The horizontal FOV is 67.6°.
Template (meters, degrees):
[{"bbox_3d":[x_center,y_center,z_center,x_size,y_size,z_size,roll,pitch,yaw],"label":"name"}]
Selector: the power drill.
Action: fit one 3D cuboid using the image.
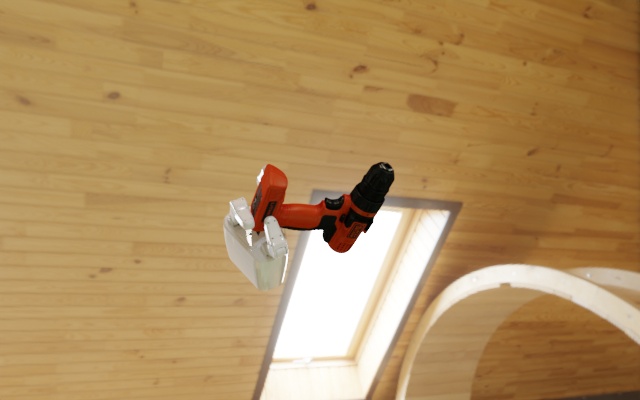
[{"bbox_3d":[0.000,0.002,0.716,0.187,0.184,0.057,12,39,-20],"label":"power drill"}]
